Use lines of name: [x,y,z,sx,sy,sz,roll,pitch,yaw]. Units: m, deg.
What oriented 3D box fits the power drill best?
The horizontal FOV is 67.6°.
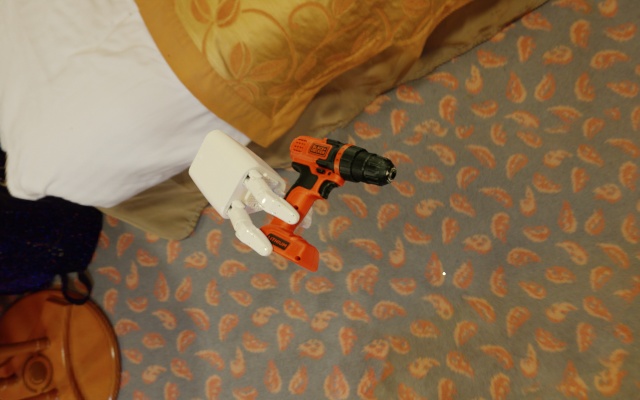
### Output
power drill: [0.000,0.003,0.680,0.184,0.187,0.057,19,-12,41]
